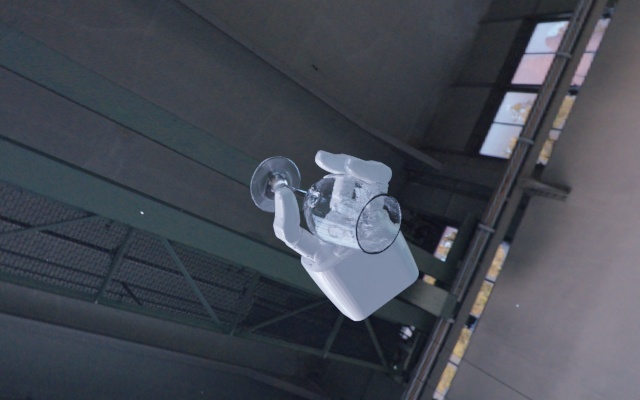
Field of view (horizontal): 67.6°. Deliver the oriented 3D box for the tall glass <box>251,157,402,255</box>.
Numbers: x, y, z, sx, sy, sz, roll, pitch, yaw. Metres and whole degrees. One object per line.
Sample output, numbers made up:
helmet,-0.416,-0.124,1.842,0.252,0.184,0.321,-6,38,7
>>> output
tall glass,0.000,0.002,0.544,0.079,0.079,0.201,0,13,-37
